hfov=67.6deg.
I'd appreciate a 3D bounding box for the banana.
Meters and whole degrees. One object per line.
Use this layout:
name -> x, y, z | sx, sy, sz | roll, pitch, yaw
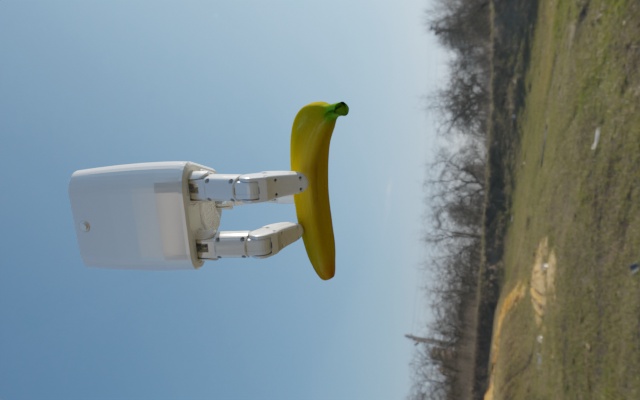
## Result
banana -> -0.005, -0.012, 0.442 | 0.037, 0.198, 0.069 | -10, 40, -13
